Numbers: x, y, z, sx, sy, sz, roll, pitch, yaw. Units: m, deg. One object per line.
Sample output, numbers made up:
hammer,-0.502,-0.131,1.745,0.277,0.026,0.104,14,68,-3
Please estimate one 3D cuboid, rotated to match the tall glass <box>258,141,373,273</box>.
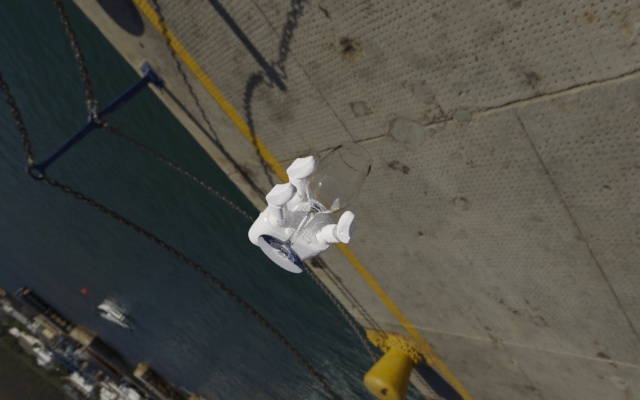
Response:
tall glass,0.000,0.003,0.676,0.079,0.079,0.201,0,44,48
